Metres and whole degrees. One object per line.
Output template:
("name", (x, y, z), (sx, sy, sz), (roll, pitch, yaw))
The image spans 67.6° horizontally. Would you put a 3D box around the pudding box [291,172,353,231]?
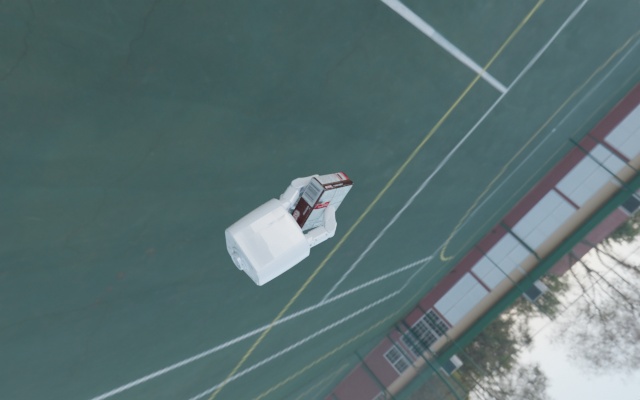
("pudding box", (0.000, 0.003, 0.895), (0.090, 0.113, 0.039), (-15, 55, -49))
